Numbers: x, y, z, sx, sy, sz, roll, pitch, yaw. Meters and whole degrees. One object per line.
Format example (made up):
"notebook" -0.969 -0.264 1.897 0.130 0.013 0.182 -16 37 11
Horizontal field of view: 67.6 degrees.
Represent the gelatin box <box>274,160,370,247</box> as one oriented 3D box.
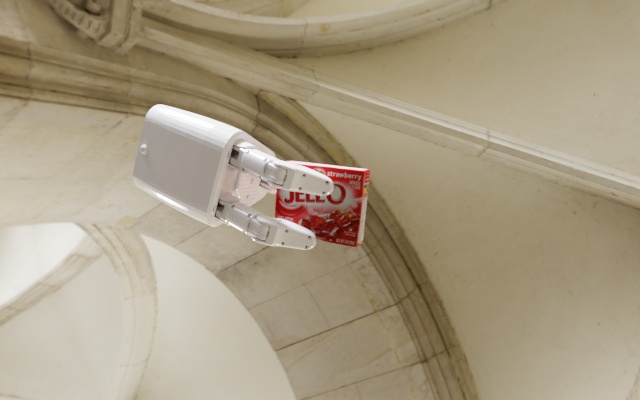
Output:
"gelatin box" 0.001 0.002 0.465 0.089 0.073 0.030 8 9 18
